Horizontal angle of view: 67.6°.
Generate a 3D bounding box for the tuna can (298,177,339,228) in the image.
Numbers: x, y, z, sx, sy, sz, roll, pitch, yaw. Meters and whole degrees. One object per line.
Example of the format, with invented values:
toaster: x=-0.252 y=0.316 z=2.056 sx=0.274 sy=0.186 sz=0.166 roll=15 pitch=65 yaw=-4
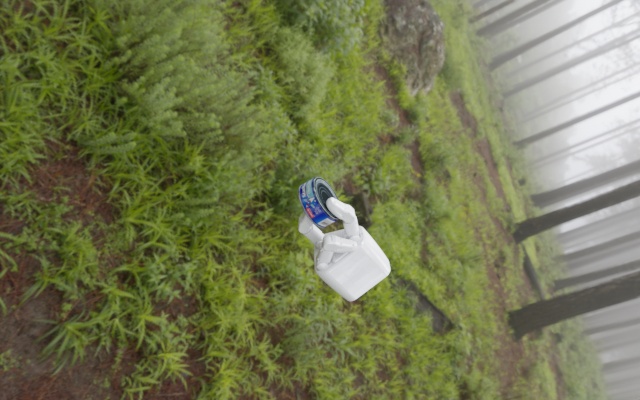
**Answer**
tuna can: x=0.001 y=0.002 z=0.836 sx=0.034 sy=0.086 sz=0.086 roll=-29 pitch=-12 yaw=23
